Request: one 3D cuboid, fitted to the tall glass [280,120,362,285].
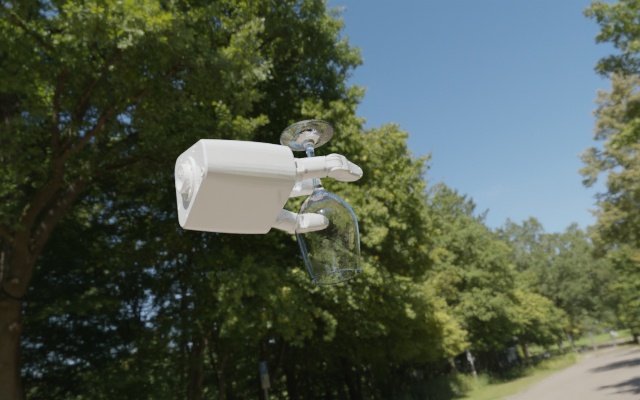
[{"bbox_3d":[0.000,0.001,0.604,0.079,0.201,0.079,-10,-23,-4],"label":"tall glass"}]
